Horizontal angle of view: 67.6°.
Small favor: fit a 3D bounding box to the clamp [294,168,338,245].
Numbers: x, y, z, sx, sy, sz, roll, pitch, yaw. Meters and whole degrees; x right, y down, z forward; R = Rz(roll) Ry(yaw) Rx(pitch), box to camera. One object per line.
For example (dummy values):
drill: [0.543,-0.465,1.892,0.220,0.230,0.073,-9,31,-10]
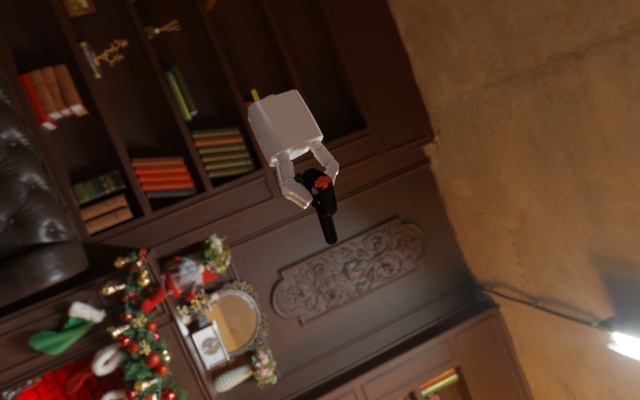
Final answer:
clamp: [0.001,0.002,0.892,0.036,0.164,0.210,-29,-4,-12]
